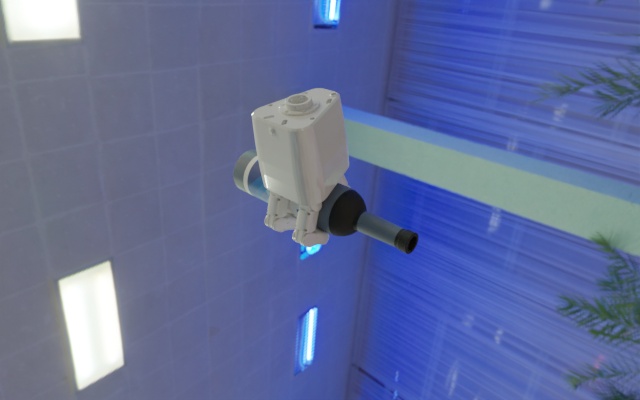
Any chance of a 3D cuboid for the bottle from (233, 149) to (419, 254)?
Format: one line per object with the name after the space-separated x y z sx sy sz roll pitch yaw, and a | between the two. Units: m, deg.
0.000 0.002 0.649 0.295 0.069 0.069 24 15 36 | bottle
